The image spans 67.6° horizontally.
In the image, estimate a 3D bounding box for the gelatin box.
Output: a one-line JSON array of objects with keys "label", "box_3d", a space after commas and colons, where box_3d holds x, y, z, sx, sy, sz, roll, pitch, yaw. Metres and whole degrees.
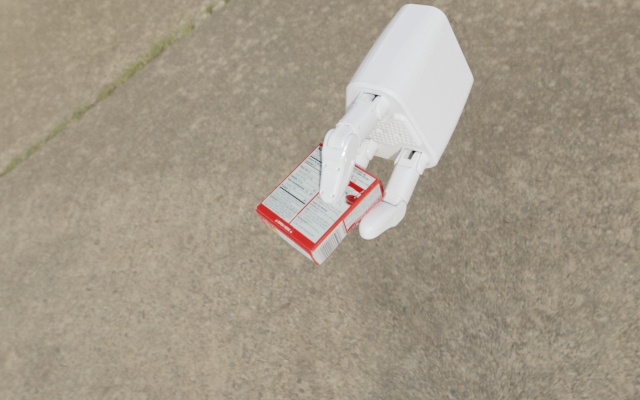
[{"label": "gelatin box", "box_3d": [0.000, 0.001, 0.417, 0.073, 0.089, 0.030, 34, -18, 32]}]
